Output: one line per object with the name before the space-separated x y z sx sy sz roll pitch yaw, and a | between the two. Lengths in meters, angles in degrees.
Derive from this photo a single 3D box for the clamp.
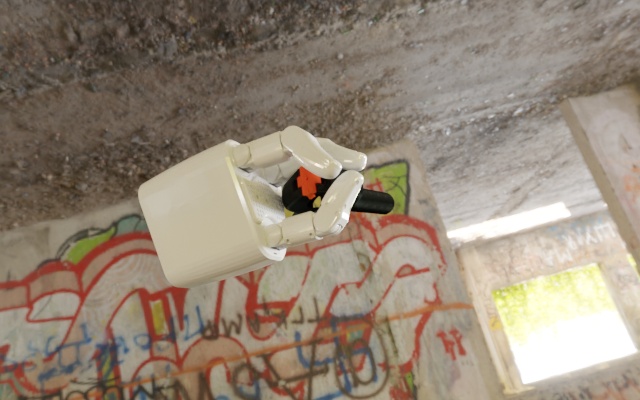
clamp | 0.000 0.002 0.492 0.120 0.039 0.171 -20 -20 18
